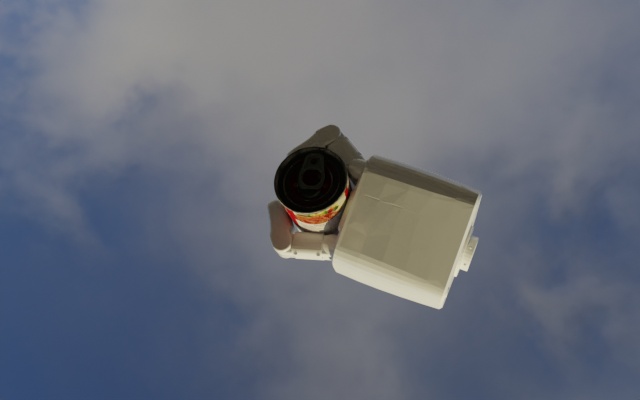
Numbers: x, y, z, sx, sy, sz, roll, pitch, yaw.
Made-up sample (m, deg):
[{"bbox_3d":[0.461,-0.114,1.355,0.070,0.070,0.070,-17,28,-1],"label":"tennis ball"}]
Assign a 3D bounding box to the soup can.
[{"bbox_3d":[0.000,0.002,0.473,0.068,0.068,0.102,0,-25,12],"label":"soup can"}]
